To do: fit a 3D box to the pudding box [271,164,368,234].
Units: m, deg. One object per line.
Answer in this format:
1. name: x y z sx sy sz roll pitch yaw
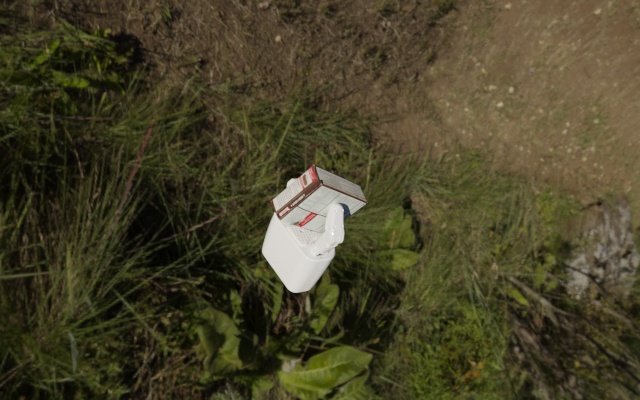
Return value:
1. pudding box: 0.000 0.002 0.689 0.090 0.039 0.113 -40 -34 24
